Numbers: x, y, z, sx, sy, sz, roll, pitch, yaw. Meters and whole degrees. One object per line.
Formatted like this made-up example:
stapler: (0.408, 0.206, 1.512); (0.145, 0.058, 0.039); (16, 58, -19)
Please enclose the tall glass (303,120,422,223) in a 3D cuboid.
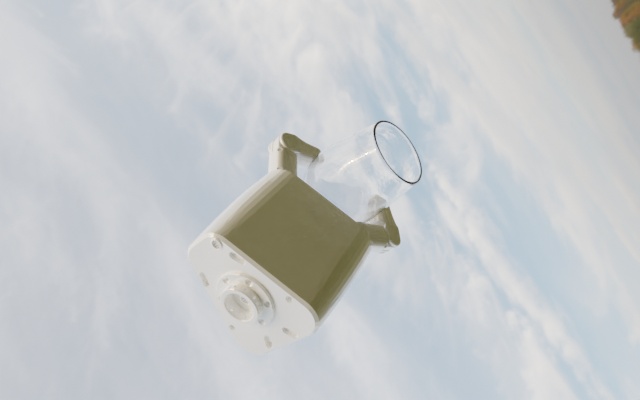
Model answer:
tall glass: (0.000, 0.002, 0.464); (0.201, 0.079, 0.079); (-33, -21, 37)
